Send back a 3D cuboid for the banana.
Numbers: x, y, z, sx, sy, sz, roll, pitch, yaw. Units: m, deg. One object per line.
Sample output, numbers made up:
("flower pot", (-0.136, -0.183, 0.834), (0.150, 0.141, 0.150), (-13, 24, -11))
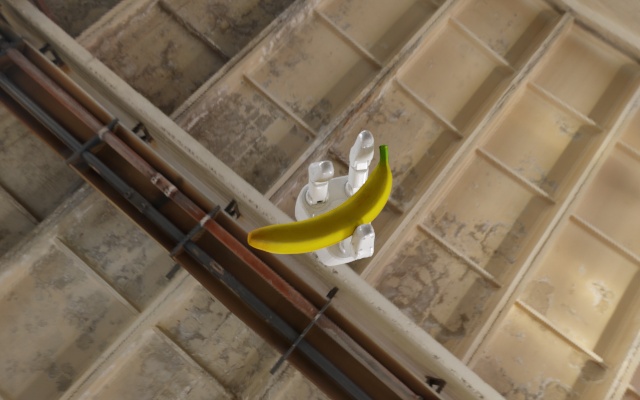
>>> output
("banana", (0.013, 0.015, 0.554), (0.198, 0.069, 0.037), (-34, -2, -13))
